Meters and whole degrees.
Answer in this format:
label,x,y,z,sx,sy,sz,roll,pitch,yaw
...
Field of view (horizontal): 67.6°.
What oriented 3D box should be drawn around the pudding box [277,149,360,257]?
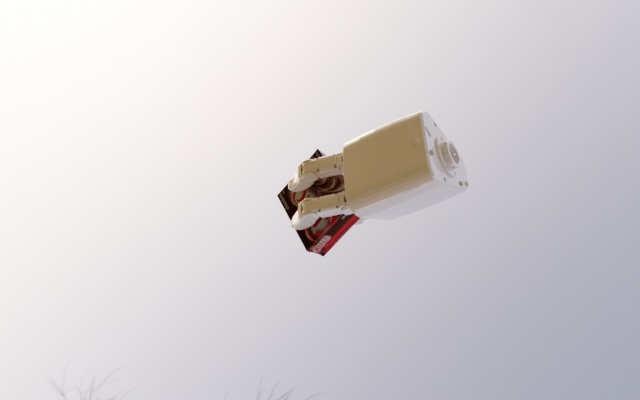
label,x,y,z,sx,sy,sz,roll,pitch,yaw
pudding box,0.000,0.002,0.622,0.039,0.090,0.113,27,23,-42
